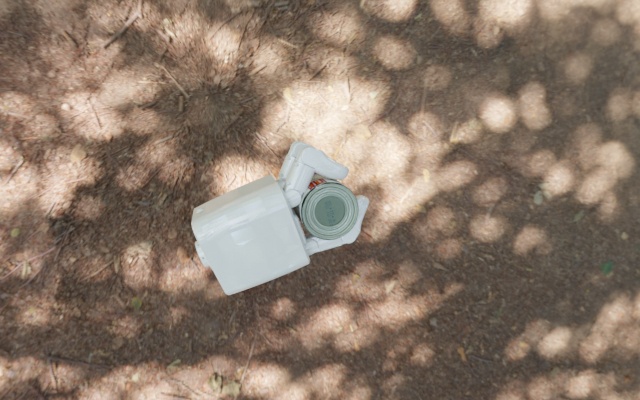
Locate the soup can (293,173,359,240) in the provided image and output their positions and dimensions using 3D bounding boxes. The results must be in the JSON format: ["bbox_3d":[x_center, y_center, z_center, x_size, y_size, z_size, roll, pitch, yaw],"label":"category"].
[{"bbox_3d":[0.001,0.002,0.573,0.068,0.068,0.102,0,12,-13],"label":"soup can"}]
